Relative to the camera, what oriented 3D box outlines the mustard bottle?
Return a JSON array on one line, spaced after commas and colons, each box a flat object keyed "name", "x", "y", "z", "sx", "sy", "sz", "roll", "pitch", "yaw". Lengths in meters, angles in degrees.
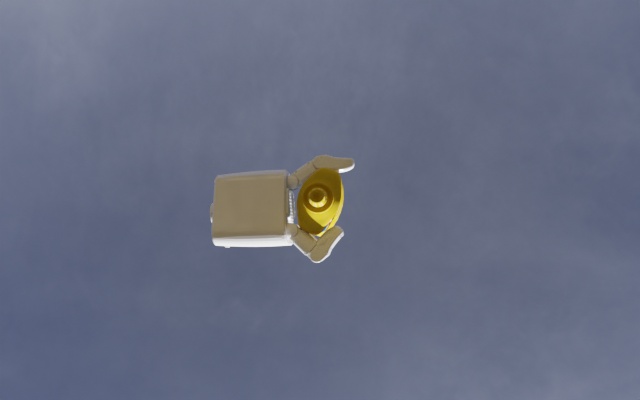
[{"name": "mustard bottle", "x": 0.000, "y": 0.002, "z": 0.691, "sx": 0.058, "sy": 0.096, "sz": 0.191, "roll": 22, "pitch": -3, "yaw": 5}]
